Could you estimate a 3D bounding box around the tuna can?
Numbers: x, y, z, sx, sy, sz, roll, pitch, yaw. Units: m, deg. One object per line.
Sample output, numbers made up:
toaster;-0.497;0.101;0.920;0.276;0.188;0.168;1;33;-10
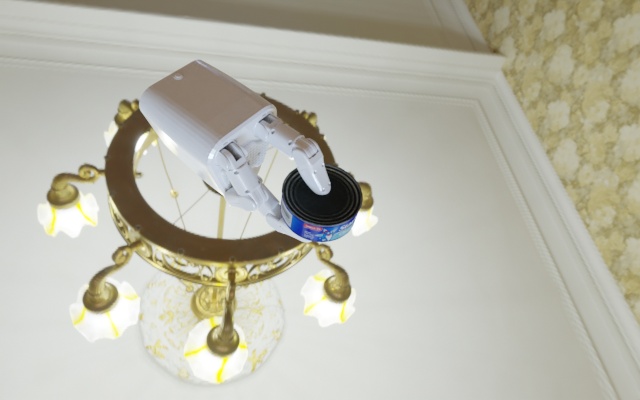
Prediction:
tuna can;0.000;0.002;0.511;0.086;0.086;0.034;0;-39;-10
